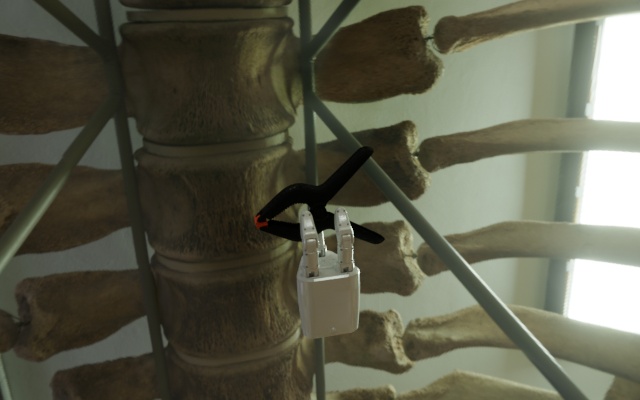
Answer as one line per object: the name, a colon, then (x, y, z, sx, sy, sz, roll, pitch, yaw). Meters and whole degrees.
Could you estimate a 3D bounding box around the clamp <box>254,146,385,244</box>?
clamp: (-0.001, 0.003, 0.752, 0.210, 0.164, 0.036, -6, 17, -11)
